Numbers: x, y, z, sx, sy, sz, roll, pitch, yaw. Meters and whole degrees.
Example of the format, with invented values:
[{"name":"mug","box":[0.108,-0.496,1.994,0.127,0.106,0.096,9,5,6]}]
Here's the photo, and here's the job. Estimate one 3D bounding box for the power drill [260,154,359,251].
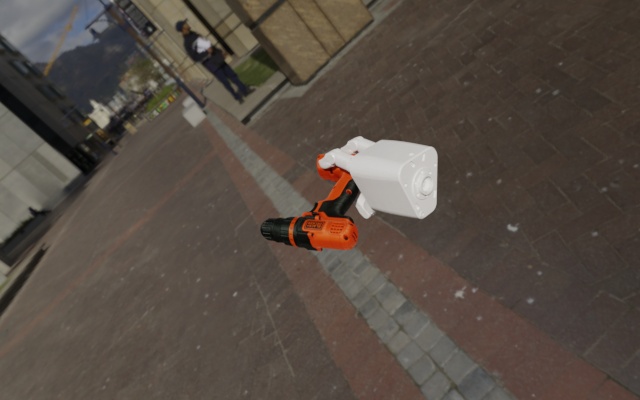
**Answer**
[{"name":"power drill","box":[0.001,0.002,0.841,0.184,0.187,0.057,4,-36,29]}]
